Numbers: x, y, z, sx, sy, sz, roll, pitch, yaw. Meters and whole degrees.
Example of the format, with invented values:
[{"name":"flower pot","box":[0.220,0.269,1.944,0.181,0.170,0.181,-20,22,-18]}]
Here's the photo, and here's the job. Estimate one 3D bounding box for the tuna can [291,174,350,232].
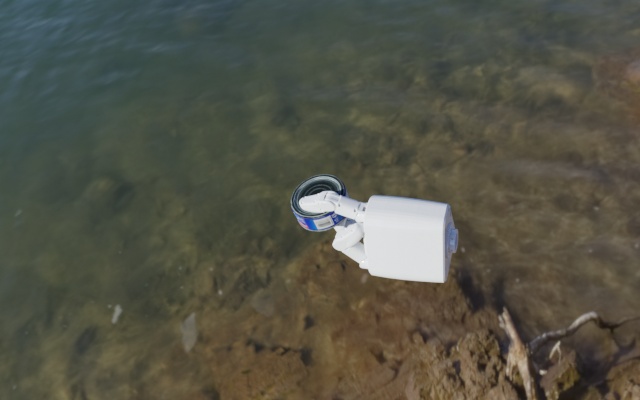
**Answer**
[{"name":"tuna can","box":[0.000,0.002,0.708,0.086,0.086,0.034,0,-39,23]}]
